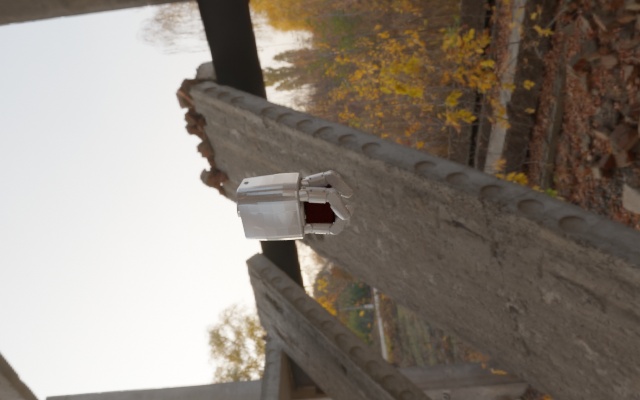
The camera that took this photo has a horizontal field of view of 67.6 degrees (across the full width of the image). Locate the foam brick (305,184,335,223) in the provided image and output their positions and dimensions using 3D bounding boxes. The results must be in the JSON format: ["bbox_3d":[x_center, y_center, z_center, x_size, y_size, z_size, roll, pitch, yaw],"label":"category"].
[{"bbox_3d":[0.000,0.003,0.864,0.051,0.053,0.078,-2,19,2],"label":"foam brick"}]
